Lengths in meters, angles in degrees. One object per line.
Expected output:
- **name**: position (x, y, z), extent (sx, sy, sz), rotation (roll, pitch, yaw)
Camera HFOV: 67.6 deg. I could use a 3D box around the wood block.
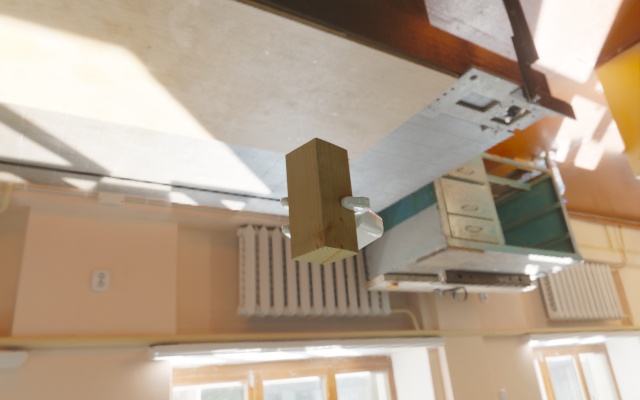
- **wood block**: position (0.001, 0.003, 0.879), extent (0.090, 0.206, 0.091), rotation (16, -30, -43)
